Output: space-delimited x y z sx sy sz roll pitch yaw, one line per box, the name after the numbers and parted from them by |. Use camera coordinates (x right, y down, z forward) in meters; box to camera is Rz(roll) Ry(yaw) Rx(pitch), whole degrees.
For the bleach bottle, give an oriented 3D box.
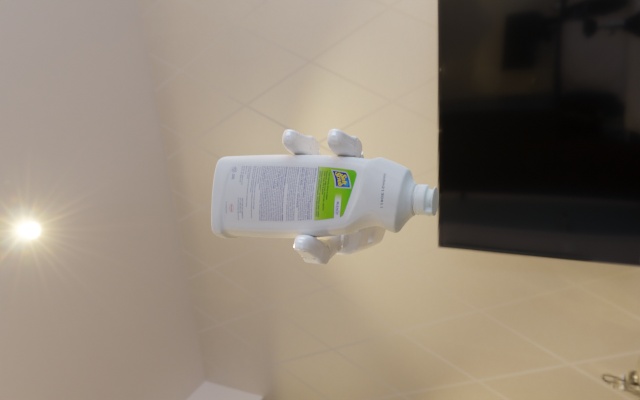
0.000 0.002 0.524 0.251 0.102 0.068 4 1 26 | bleach bottle
